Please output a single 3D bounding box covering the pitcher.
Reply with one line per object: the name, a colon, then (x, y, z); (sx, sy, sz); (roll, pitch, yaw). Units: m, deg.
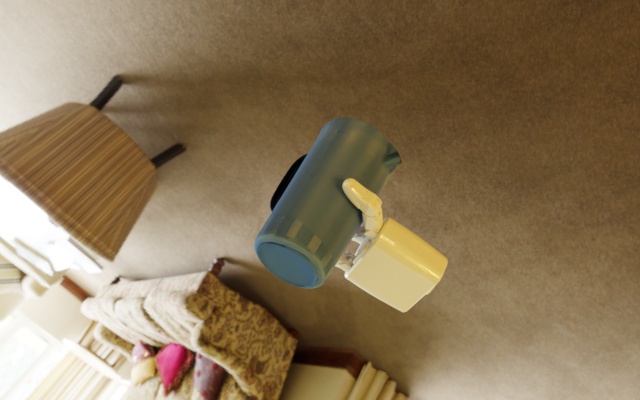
pitcher: (0.000, 0.002, 0.696); (0.145, 0.242, 0.149); (33, -35, 0)
